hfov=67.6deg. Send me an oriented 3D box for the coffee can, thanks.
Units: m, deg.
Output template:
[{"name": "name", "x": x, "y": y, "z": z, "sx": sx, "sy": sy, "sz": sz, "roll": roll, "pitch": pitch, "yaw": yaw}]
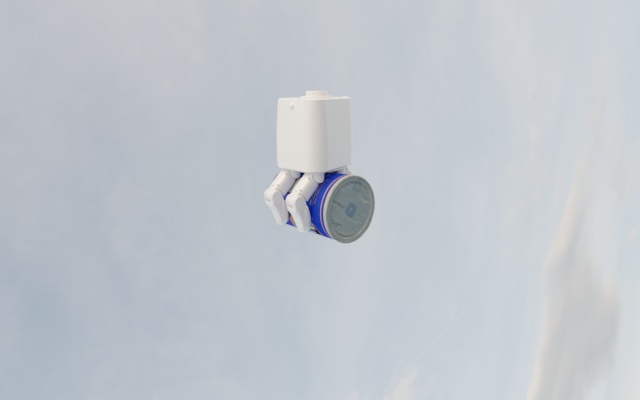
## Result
[{"name": "coffee can", "x": 0.000, "y": 0.003, "z": 0.755, "sx": 0.103, "sy": 0.103, "sz": 0.140, "roll": 0, "pitch": 9, "yaw": -42}]
